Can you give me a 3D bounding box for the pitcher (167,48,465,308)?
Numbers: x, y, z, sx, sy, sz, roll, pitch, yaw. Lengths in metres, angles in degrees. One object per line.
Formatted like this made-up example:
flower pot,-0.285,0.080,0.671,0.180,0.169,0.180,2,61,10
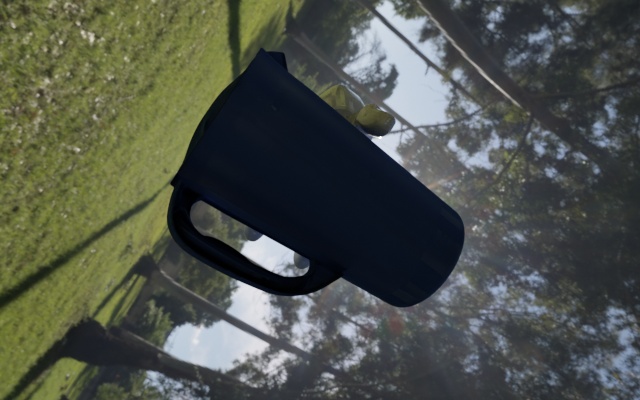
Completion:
pitcher,0.000,0.001,0.417,0.243,0.149,0.145,34,22,-16
